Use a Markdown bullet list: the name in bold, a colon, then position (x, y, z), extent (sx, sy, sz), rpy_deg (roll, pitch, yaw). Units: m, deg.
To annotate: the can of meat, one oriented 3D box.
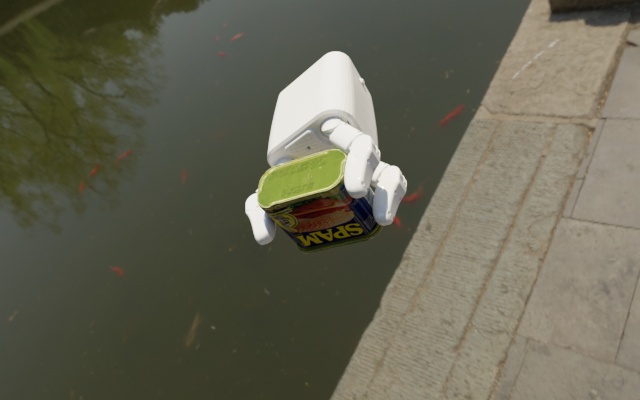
- **can of meat**: position (0.000, 0.001, 0.472), extent (0.102, 0.057, 0.084), rpy_deg (-15, -42, 25)
